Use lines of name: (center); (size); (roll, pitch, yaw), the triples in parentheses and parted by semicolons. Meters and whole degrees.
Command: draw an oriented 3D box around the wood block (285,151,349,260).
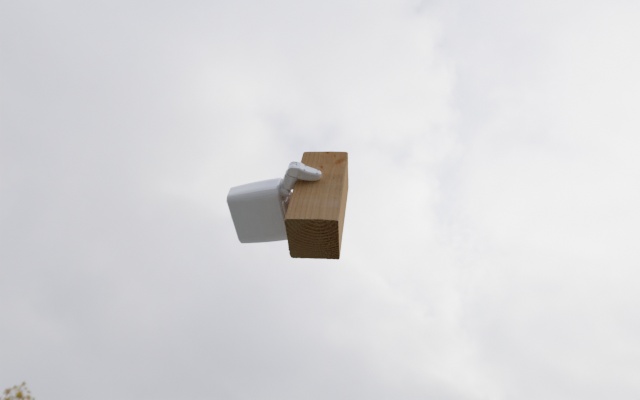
wood block: (0.000, 0.003, 0.872); (0.090, 0.091, 0.206); (1, 38, 8)
